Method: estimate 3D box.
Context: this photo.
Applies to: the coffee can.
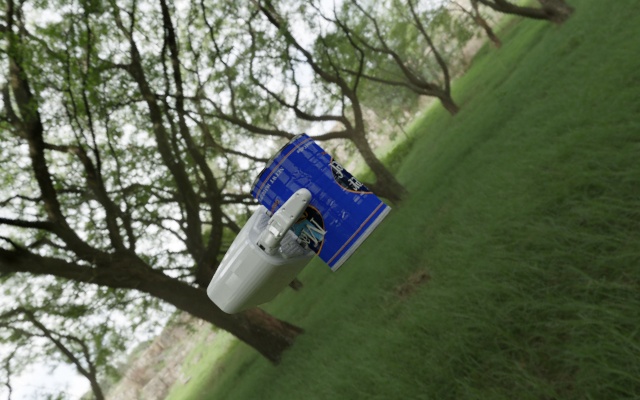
[{"bbox_3d":[0.000,0.002,0.580,0.140,0.103,0.103,42,5,5],"label":"coffee can"}]
